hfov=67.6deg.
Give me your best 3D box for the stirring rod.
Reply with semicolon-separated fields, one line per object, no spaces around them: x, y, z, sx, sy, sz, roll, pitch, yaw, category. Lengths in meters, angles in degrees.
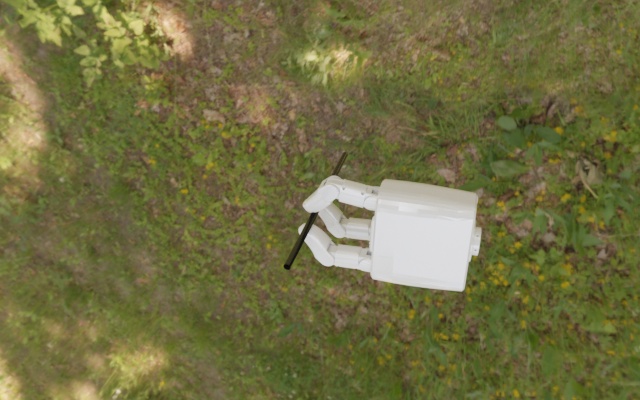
0.000;0.002;0.595;0.011;0.011;0.239;0;35;21;stirring rod
